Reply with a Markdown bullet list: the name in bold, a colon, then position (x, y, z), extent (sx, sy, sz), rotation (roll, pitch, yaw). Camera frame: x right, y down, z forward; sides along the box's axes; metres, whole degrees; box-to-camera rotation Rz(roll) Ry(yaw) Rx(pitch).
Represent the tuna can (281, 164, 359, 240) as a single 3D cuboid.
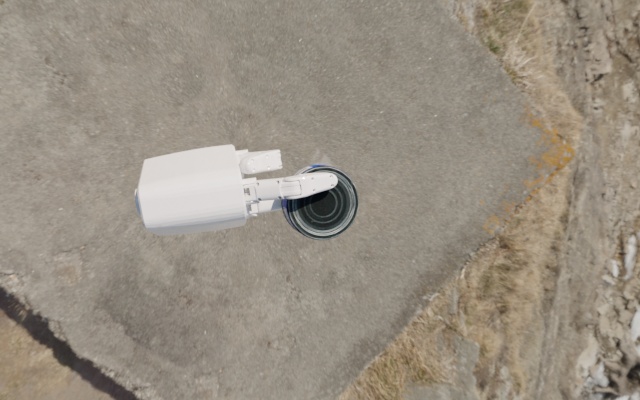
- **tuna can**: position (0.000, 0.002, 0.547), extent (0.086, 0.086, 0.034), rotation (0, 5, -15)
